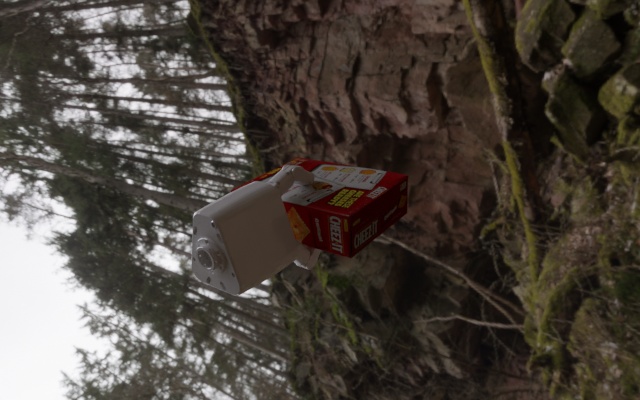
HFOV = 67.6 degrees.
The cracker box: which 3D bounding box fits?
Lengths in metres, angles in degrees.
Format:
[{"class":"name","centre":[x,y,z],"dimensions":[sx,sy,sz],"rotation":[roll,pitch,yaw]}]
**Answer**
[{"class":"cracker box","centre":[0.000,0.002,0.719],"dimensions":[0.213,0.072,0.164],"rotation":[13,29,35]}]
